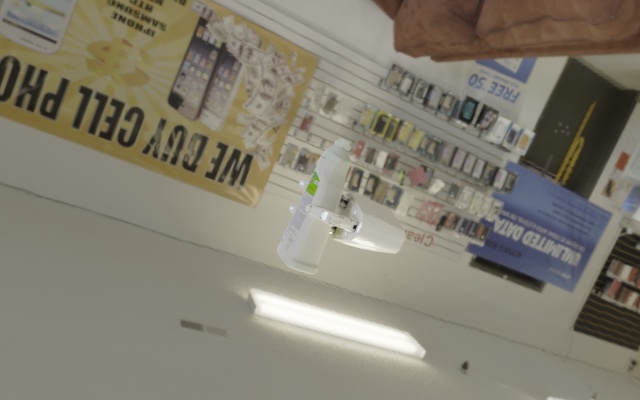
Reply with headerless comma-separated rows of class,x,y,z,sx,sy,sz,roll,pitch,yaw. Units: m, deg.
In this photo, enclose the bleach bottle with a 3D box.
bleach bottle,0.000,0.003,0.891,0.068,0.251,0.102,20,7,-26
